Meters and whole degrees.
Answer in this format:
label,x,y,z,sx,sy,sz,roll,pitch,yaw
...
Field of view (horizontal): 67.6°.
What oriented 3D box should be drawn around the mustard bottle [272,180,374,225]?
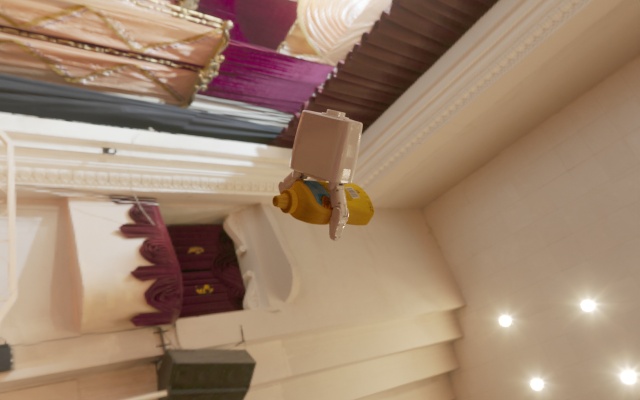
label,x,y,z,sx,sy,sz,roll,pitch,yaw
mustard bottle,0.000,0.003,0.847,0.191,0.058,0.096,2,40,-39
